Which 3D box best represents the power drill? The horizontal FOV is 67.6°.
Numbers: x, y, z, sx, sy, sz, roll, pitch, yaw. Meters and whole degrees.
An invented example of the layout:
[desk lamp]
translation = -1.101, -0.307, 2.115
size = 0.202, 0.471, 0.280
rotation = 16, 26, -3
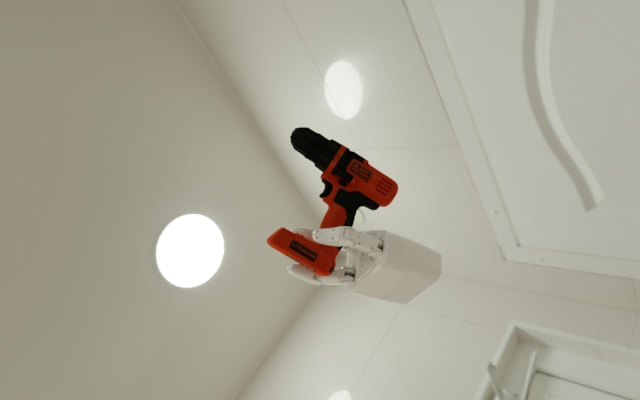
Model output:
[power drill]
translation = 0.000, 0.003, 0.710
size = 0.184, 0.187, 0.057
rotation = 32, -11, 0
